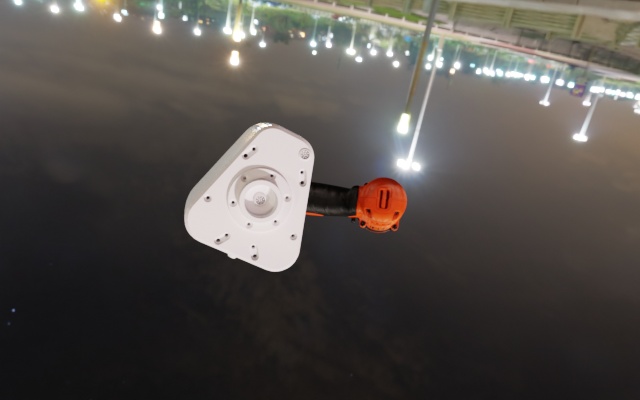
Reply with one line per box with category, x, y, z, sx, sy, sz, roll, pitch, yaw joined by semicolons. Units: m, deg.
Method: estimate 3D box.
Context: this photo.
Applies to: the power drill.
power drill;0.000;0.002;0.545;0.187;0.057;0.184;4;-8;4
